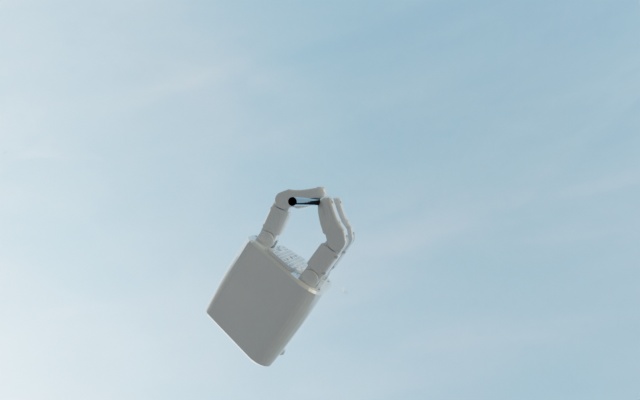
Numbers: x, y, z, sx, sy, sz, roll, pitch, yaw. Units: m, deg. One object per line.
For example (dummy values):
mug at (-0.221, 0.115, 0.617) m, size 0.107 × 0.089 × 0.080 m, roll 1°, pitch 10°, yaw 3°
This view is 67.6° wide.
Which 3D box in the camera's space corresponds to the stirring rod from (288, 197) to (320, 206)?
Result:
stirring rod at (0.000, 0.002, 0.535) m, size 0.011 × 0.011 × 0.239 m, roll 0°, pitch 0°, yaw 12°
